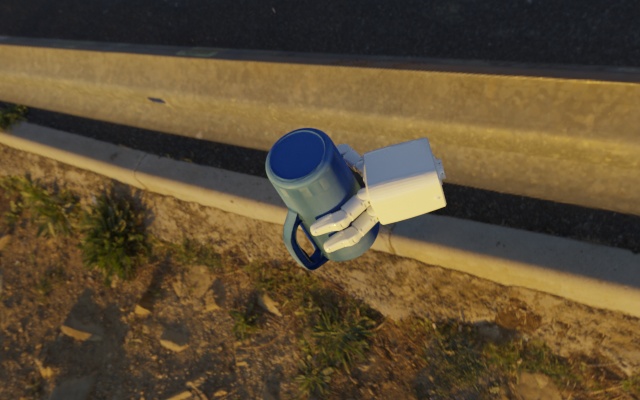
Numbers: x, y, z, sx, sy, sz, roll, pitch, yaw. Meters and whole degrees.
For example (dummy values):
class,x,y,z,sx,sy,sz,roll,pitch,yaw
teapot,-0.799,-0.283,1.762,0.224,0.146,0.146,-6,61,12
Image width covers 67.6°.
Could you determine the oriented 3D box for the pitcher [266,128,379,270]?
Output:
class,x,y,z,sx,sy,sz,roll,pitch,yaw
pitcher,0.000,0.002,0.779,0.145,0.149,0.243,-16,-35,13
